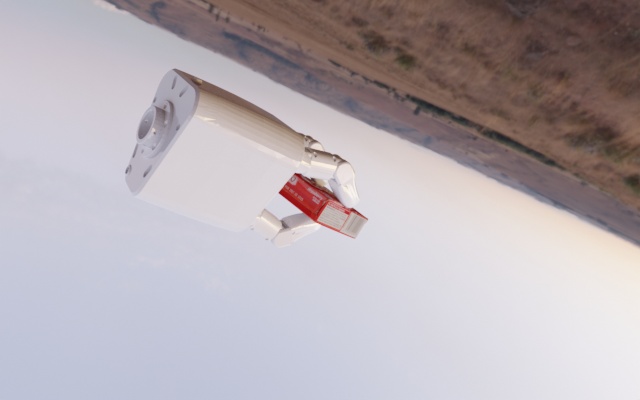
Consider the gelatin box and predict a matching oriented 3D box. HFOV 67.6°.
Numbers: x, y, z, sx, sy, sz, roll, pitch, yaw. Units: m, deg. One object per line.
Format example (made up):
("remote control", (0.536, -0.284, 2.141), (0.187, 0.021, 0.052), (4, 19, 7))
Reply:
("gelatin box", (0.000, 0.002, 0.507), (0.073, 0.030, 0.089), (38, 6, 35))
